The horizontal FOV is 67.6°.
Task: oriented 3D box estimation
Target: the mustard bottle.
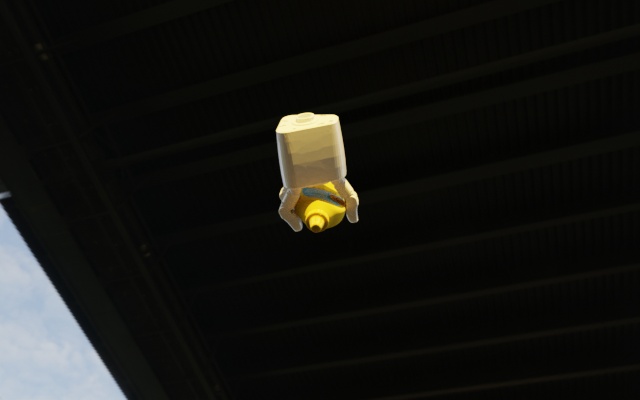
[{"bbox_3d":[0.000,0.003,0.895,0.096,0.058,0.191,18,27,-4],"label":"mustard bottle"}]
